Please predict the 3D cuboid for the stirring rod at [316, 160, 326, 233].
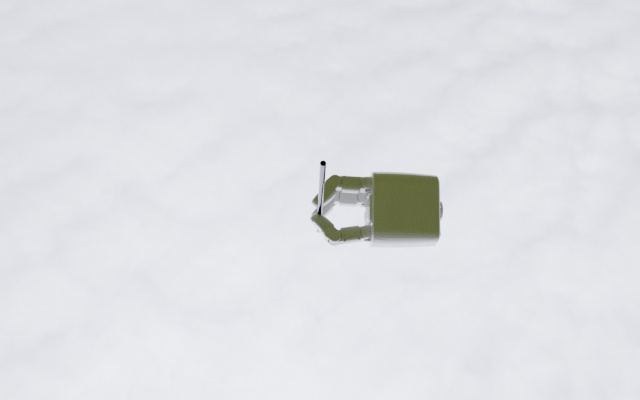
[{"bbox_3d":[0.000,0.002,0.706,0.011,0.011,0.240,0,-24,-2],"label":"stirring rod"}]
